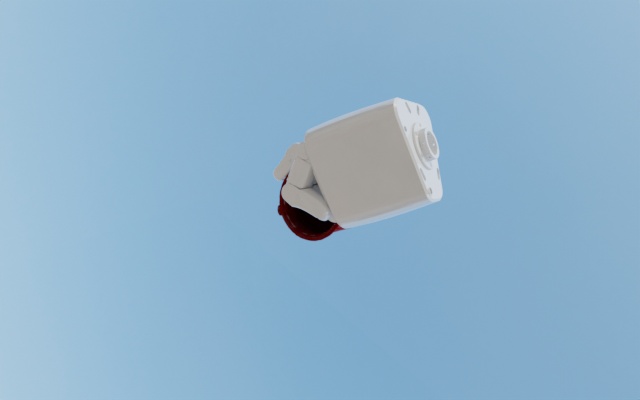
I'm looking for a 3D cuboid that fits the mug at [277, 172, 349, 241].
[{"bbox_3d":[-0.001,0.002,0.601,0.117,0.093,0.081,-17,-5,33],"label":"mug"}]
